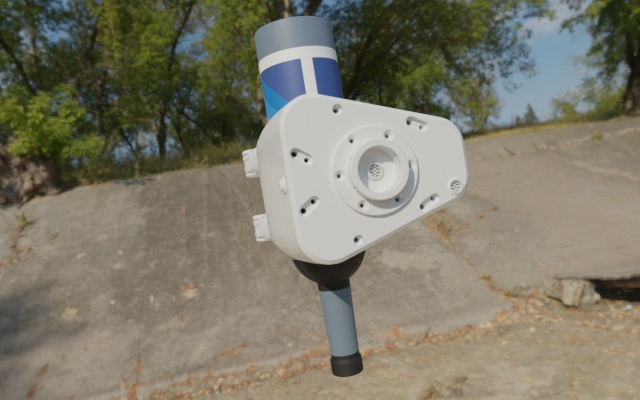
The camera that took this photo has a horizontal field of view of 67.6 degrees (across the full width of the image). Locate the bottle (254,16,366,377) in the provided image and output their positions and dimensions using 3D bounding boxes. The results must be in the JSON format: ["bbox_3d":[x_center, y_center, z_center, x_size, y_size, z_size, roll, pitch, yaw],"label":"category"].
[{"bbox_3d":[0.000,0.001,0.408,0.069,0.295,0.069,-9,1,0],"label":"bottle"}]
